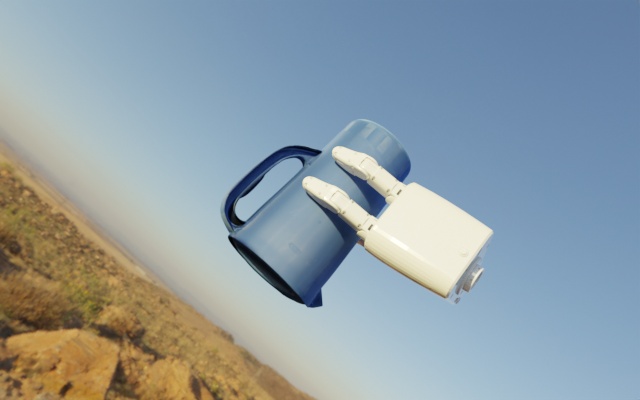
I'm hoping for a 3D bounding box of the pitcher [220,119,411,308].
[{"bbox_3d":[0.000,0.002,0.619,0.145,0.242,0.149,32,-20,29],"label":"pitcher"}]
